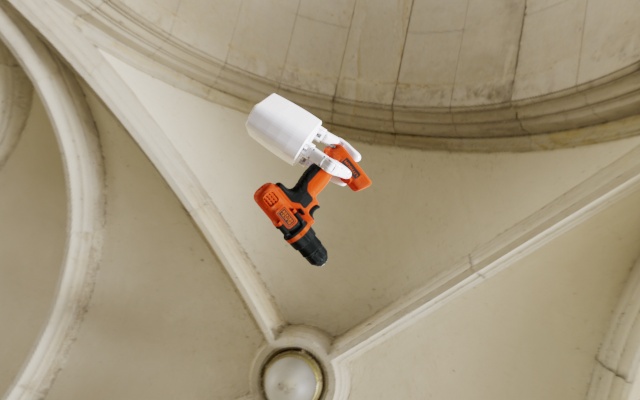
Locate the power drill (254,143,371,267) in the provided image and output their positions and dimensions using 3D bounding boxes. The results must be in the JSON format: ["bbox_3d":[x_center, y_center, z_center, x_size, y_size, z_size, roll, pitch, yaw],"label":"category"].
[{"bbox_3d":[0.000,0.002,0.869,0.187,0.184,0.057,-42,16,-10],"label":"power drill"}]
